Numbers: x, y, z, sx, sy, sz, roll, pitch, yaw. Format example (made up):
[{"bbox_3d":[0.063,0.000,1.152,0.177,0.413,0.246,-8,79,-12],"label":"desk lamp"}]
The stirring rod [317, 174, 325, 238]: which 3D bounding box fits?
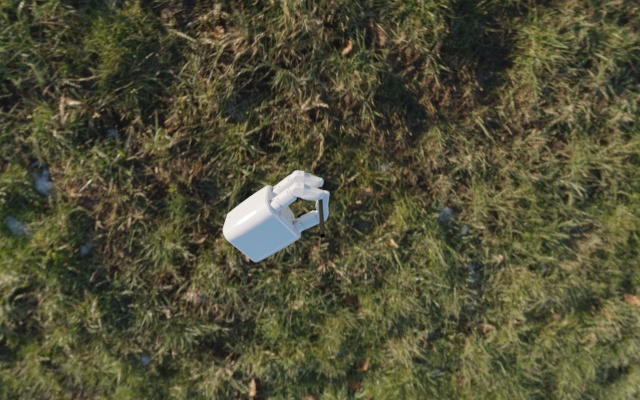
[{"bbox_3d":[0.000,0.003,0.855,0.011,0.011,0.239,0,26,-2],"label":"stirring rod"}]
